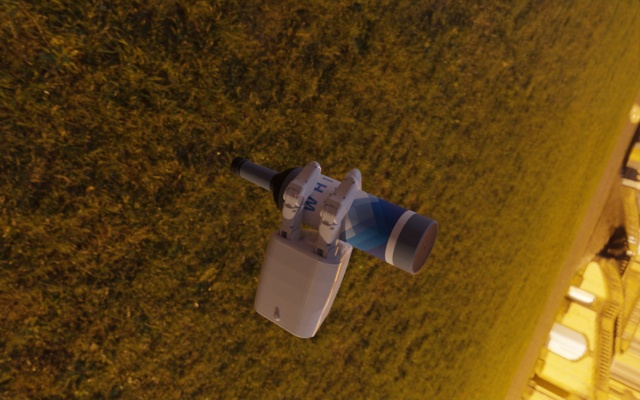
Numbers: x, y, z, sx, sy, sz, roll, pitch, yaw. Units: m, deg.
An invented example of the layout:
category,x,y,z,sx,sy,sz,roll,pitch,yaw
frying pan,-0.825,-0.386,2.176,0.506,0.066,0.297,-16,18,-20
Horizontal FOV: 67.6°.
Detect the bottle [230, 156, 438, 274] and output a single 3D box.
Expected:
category,x,y,z,sx,sy,sz,roll,pitch,yaw
bottle,0.000,0.002,0.611,0.295,0.069,0.069,24,11,28
